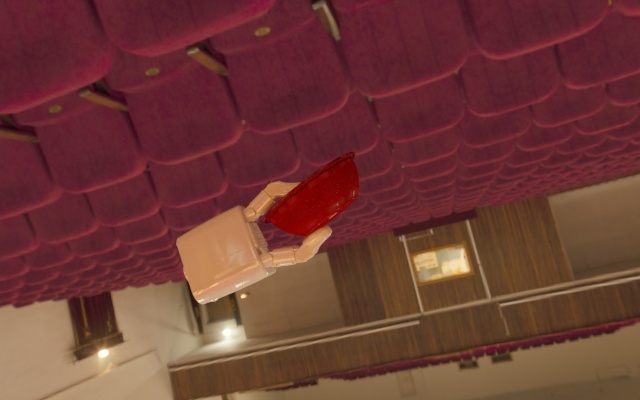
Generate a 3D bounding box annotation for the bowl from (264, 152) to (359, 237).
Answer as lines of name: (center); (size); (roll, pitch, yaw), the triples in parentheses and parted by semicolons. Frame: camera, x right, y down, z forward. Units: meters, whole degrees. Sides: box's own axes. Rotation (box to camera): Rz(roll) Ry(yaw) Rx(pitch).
bowl: (0.001, 0.002, 0.674); (0.162, 0.055, 0.162); (-37, -6, -5)
